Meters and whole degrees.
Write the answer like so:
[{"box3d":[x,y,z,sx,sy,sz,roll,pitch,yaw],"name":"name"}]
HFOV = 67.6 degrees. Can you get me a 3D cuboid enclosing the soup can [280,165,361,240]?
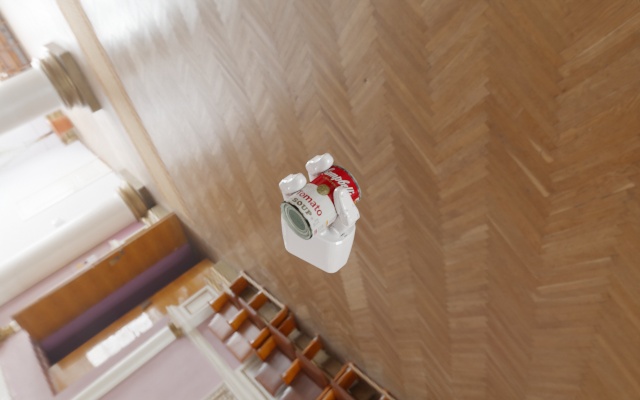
[{"box3d":[0.000,0.002,0.698,0.102,0.068,0.068,-37,18,-25],"name":"soup can"}]
